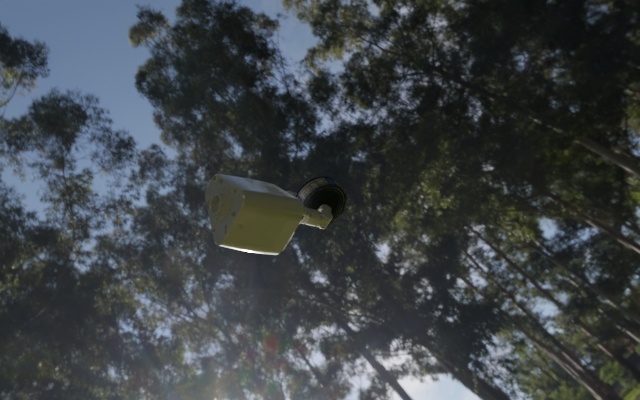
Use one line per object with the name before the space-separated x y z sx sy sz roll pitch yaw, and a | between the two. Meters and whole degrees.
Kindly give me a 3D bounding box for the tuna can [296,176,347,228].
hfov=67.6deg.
tuna can | 0.000 0.002 0.809 0.086 0.086 0.033 0 33 -32
